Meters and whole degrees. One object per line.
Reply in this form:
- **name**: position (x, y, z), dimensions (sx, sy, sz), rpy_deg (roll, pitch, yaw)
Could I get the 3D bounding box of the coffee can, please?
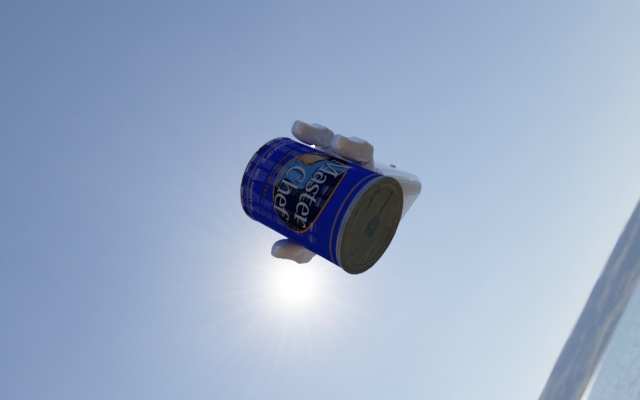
- **coffee can**: position (0.000, 0.002, 0.502), dimensions (0.140, 0.103, 0.103), rpy_deg (25, 15, 34)
